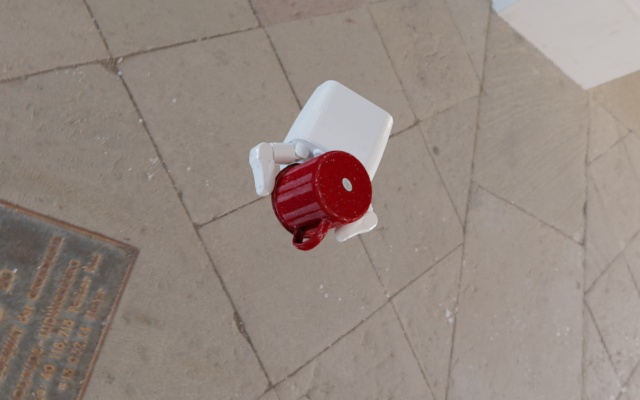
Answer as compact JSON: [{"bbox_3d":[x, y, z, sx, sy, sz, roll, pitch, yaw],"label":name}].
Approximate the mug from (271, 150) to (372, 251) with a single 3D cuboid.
[{"bbox_3d":[0.000,0.003,0.534,0.093,0.117,0.081,35,-30,-24],"label":"mug"}]
